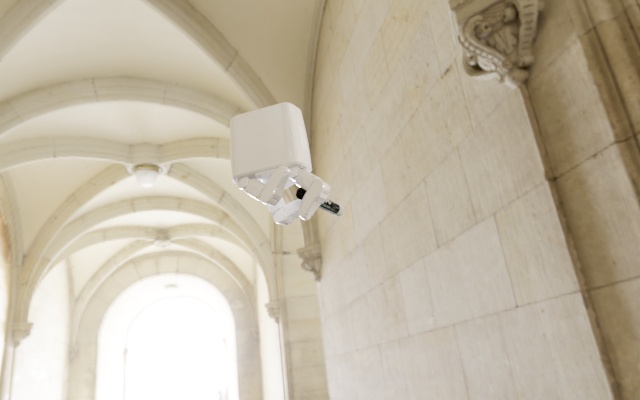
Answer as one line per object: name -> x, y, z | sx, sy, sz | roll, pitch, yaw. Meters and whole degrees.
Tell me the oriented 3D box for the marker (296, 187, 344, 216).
marker -> 0.000, 0.002, 0.726 | 0.020, 0.020, 0.121 | 0, -14, 32
